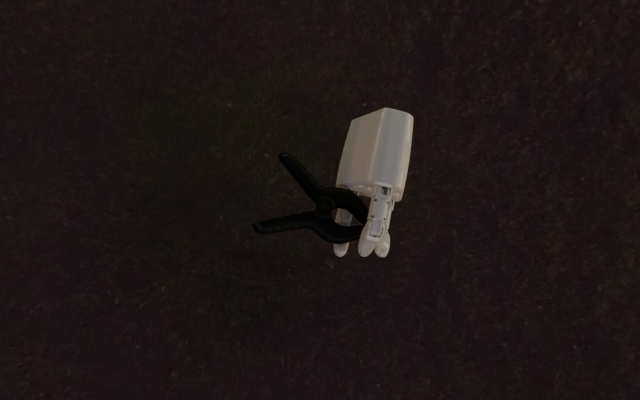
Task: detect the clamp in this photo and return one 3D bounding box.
[{"bbox_3d":[0.000,0.002,0.661,0.171,0.120,0.039,12,-11,-9],"label":"clamp"}]
